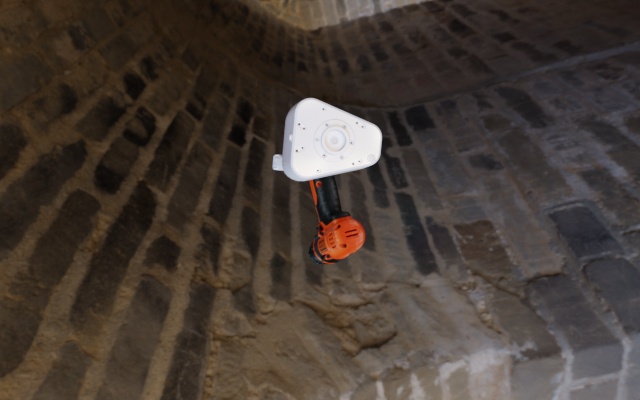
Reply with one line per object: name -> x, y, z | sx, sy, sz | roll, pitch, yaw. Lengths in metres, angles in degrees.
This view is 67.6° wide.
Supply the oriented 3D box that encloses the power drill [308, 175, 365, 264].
power drill -> 0.000, 0.002, 0.722 | 0.057, 0.187, 0.184 | -15, -10, -20
